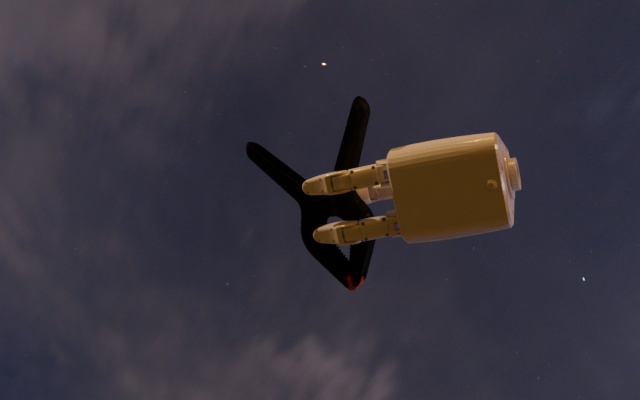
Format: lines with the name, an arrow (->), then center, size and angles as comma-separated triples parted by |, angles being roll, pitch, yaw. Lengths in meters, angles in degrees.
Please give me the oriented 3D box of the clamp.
clamp -> 0.001, 0.002, 0.553 | 0.164, 0.210, 0.036 | -9, 8, 30
